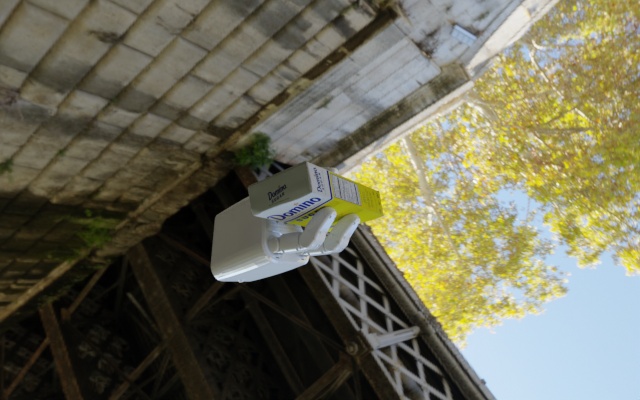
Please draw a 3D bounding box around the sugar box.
[{"bbox_3d":[0.000,0.003,0.619,0.093,0.048,0.176,-21,-19,31],"label":"sugar box"}]
